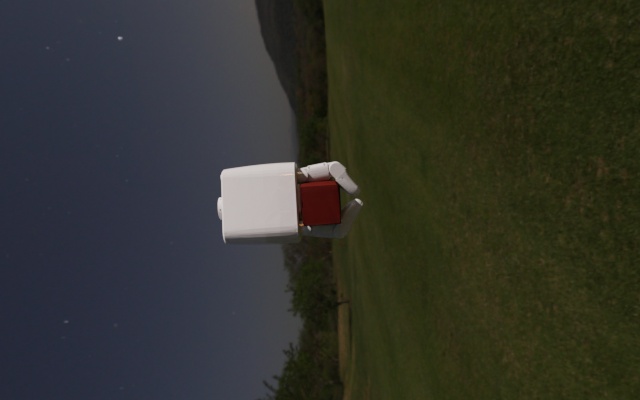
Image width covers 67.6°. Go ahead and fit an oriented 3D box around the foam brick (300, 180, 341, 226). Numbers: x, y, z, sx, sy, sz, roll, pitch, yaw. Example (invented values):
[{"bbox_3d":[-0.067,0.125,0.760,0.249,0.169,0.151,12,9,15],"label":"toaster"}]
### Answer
[{"bbox_3d":[0.000,0.002,0.650,0.051,0.053,0.078,-3,6,-1],"label":"foam brick"}]
